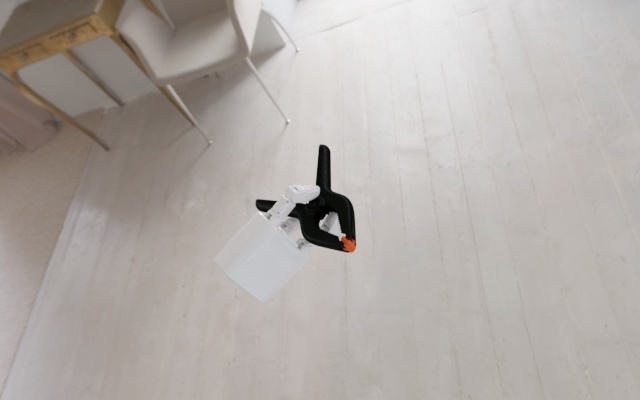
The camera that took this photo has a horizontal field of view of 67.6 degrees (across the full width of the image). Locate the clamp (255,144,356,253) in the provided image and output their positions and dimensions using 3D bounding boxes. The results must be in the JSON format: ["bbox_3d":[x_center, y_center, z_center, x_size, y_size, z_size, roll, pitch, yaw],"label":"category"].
[{"bbox_3d":[0.000,0.003,0.787,0.210,0.164,0.036,41,-4,39],"label":"clamp"}]
